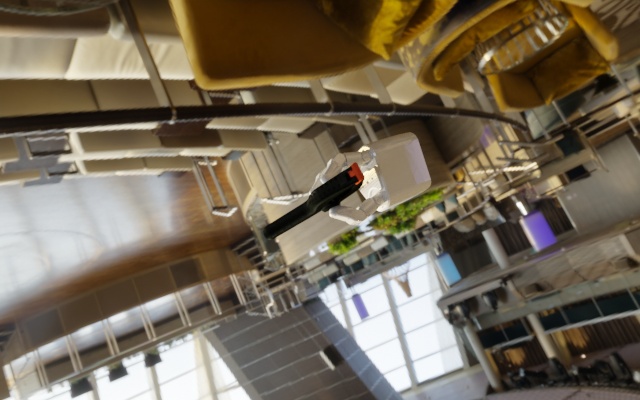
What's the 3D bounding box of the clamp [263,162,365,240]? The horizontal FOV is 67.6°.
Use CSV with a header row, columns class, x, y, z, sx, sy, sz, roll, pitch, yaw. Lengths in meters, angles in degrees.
class,x,y,z,sx,sy,sz,roll,pitch,yaw
clamp,0.001,0.003,0.772,0.164,0.036,0.210,-24,-11,-29
